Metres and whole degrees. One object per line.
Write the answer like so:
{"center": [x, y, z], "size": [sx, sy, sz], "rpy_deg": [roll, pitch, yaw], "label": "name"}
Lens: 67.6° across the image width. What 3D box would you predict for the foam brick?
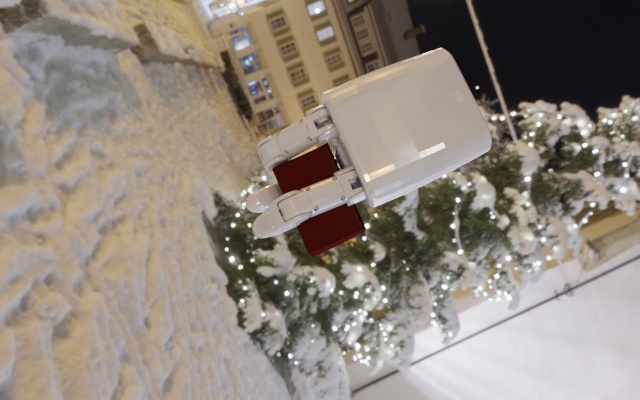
{"center": [0.000, 0.002, 0.403], "size": [0.051, 0.078, 0.053], "rpy_deg": [-23, -8, 0], "label": "foam brick"}
